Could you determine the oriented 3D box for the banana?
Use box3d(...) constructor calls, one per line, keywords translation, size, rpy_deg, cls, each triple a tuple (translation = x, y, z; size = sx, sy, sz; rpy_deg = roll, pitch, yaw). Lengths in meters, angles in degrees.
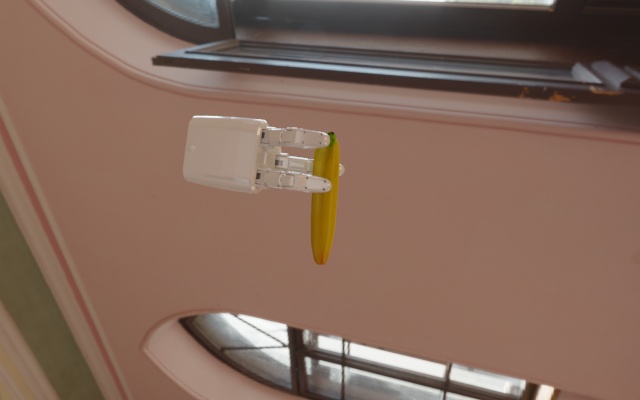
box3d(translation=(0.004, -0.009, 0.662), size=(0.037, 0.198, 0.069), rpy_deg=(7, 26, 9), cls="banana")
